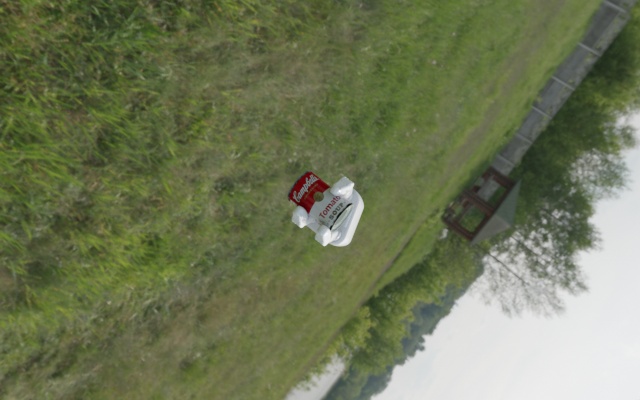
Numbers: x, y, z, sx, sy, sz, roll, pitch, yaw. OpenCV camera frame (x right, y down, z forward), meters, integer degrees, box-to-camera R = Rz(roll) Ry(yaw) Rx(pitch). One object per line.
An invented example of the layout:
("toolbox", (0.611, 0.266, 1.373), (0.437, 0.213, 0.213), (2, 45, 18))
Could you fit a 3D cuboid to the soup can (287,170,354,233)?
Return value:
("soup can", (0.000, 0.003, 0.857), (0.102, 0.068, 0.068), (38, 11, 15))
